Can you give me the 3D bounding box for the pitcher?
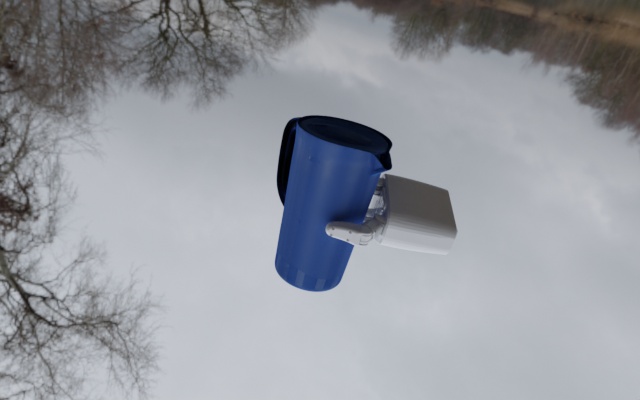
[{"bbox_3d":[0.000,0.002,0.699,0.145,0.243,0.149,11,25,-8],"label":"pitcher"}]
